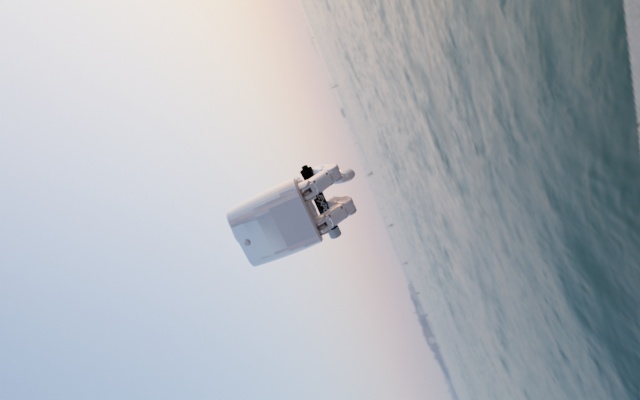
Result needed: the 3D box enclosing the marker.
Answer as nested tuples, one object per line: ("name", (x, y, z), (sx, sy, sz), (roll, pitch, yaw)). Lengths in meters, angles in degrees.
("marker", (0.000, 0.002, 0.707), (0.020, 0.121, 0.020), (-21, 20, 8))
